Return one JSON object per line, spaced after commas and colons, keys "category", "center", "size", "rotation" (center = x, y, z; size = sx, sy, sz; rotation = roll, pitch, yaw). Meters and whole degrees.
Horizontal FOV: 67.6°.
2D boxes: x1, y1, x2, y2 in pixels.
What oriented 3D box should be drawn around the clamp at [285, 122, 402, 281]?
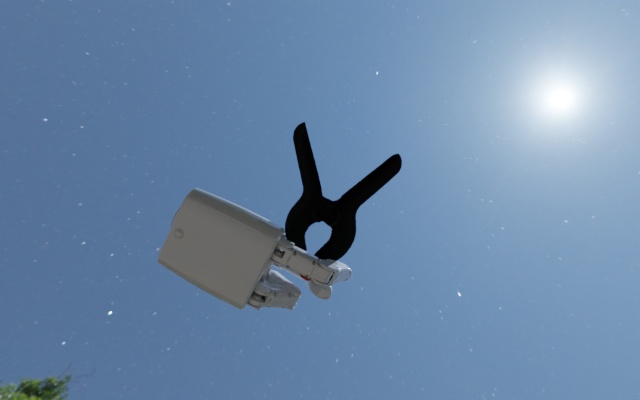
{"category": "clamp", "center": [0.000, 0.002, 0.525], "size": [0.120, 0.171, 0.039], "rotation": [27, 9, -1]}
